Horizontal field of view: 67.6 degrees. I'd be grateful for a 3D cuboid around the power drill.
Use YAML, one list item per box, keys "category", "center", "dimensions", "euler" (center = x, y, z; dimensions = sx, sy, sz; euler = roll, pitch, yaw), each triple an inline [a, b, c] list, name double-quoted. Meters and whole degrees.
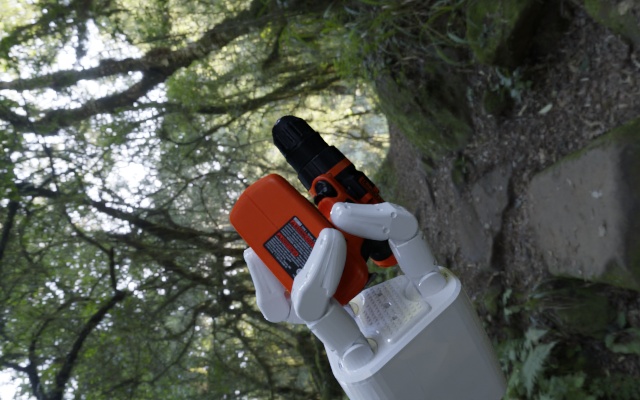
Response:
- category: "power drill"
  center: [0.000, 0.002, 0.409]
  dimensions: [0.057, 0.184, 0.187]
  euler: [-45, -4, 22]
